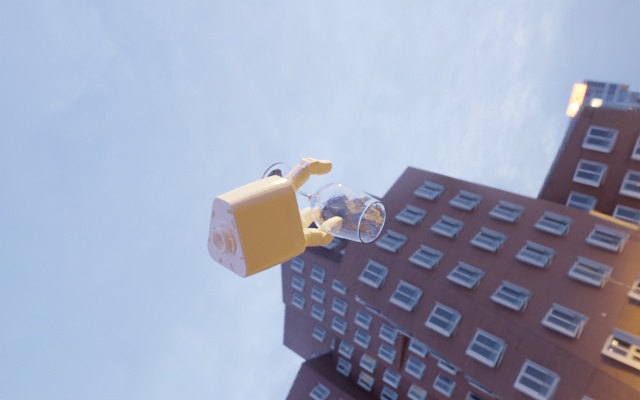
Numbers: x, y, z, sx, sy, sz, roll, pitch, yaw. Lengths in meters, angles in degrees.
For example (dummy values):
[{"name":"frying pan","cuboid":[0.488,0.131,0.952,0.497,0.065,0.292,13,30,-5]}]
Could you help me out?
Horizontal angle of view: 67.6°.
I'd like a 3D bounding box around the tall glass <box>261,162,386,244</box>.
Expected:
[{"name":"tall glass","cuboid":[0.000,0.002,0.719,0.201,0.079,0.079,21,14,38]}]
